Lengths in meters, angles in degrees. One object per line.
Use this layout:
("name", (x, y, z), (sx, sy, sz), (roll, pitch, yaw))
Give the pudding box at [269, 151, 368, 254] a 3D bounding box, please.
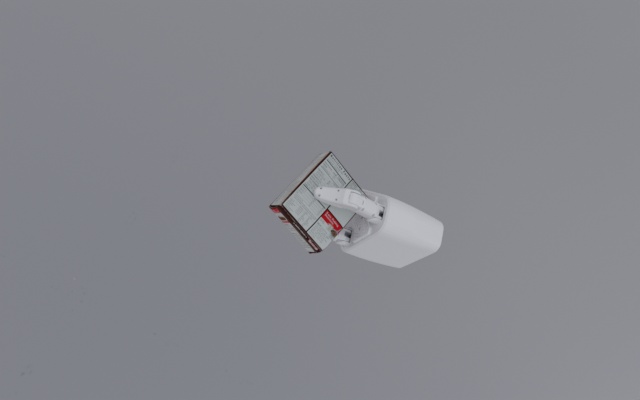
("pudding box", (0.000, 0.002, 0.648), (0.113, 0.090, 0.039), (-48, 17, -27))
